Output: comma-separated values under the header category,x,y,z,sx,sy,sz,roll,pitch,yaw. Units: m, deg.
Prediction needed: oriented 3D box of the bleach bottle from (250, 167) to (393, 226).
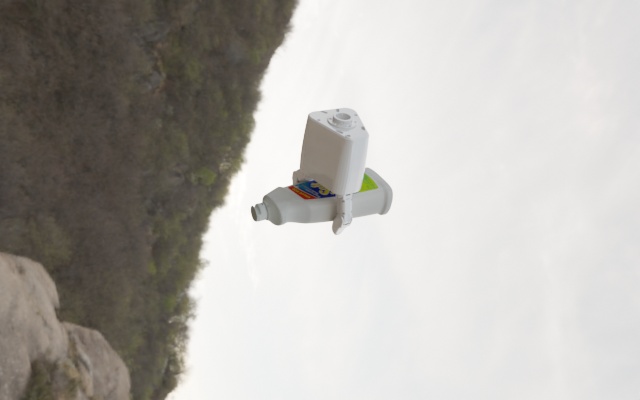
category,x,y,z,sx,sy,sz,roll,pitch,yaw
bleach bottle,0.000,0.003,0.858,0.251,0.068,0.102,-13,41,-27
